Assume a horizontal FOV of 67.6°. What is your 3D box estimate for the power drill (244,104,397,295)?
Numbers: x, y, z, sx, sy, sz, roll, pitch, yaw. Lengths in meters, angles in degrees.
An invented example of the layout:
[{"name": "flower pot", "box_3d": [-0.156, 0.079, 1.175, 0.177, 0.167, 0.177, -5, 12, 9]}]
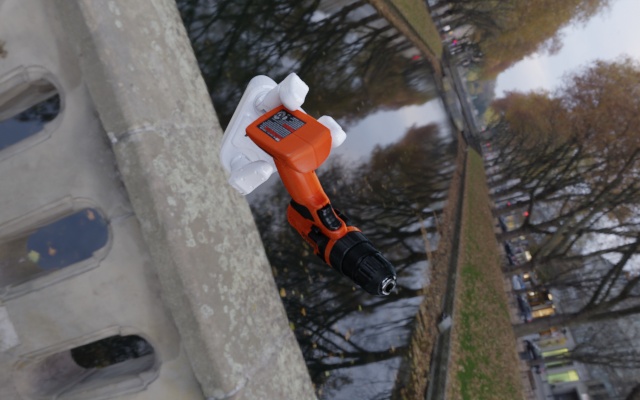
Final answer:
[{"name": "power drill", "box_3d": [0.000, 0.001, 0.507, 0.057, 0.188, 0.184, -36, 42, -17]}]
